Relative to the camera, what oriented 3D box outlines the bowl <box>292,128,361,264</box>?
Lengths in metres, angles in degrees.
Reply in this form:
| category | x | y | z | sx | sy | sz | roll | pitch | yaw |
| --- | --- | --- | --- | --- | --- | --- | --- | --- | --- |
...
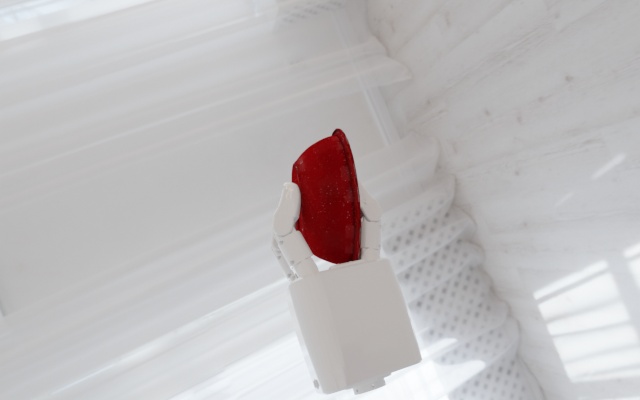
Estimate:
| category | x | y | z | sx | sy | sz | roll | pitch | yaw |
| --- | --- | --- | --- | --- | --- | --- | --- | --- | --- |
| bowl | -0.001 | 0.001 | 0.536 | 0.055 | 0.162 | 0.162 | -5 | 1 | -9 |
